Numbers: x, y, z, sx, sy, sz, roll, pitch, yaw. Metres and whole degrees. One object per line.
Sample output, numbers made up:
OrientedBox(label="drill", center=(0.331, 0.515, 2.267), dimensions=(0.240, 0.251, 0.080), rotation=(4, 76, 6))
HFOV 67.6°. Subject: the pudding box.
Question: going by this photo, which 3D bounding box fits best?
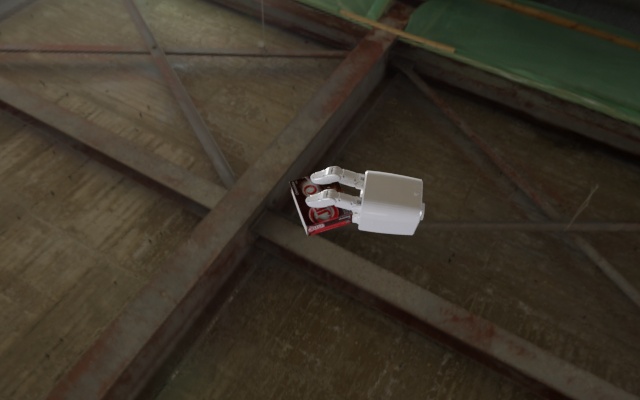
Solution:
OrientedBox(label="pudding box", center=(0.000, 0.003, 0.894), dimensions=(0.090, 0.113, 0.039), rotation=(-16, -37, -10))
